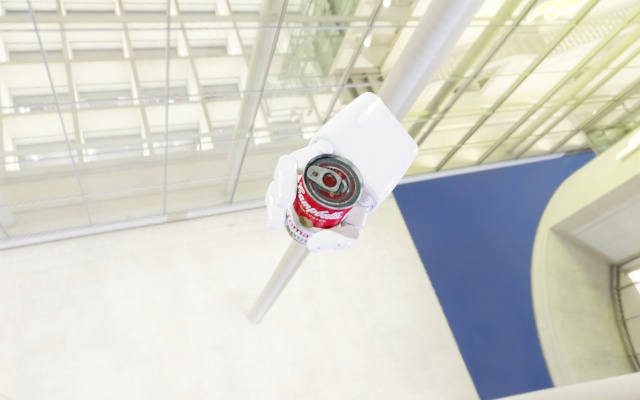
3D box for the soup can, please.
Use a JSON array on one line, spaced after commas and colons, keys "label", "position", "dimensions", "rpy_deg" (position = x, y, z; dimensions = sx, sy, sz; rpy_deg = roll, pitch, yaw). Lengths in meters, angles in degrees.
[{"label": "soup can", "position": [0.000, 0.002, 0.543], "dimensions": [0.068, 0.068, 0.102], "rpy_deg": [0, -28, -19]}]
